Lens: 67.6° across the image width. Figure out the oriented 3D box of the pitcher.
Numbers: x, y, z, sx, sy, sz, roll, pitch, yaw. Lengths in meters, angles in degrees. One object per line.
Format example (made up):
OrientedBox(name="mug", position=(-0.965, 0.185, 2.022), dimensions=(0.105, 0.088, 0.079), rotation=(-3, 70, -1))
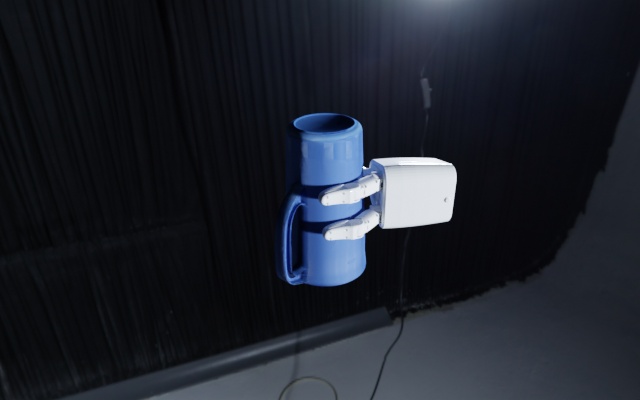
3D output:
OrientedBox(name="pitcher", position=(0.000, 0.002, 0.717), dimensions=(0.145, 0.243, 0.149), rotation=(-3, 28, -4))
